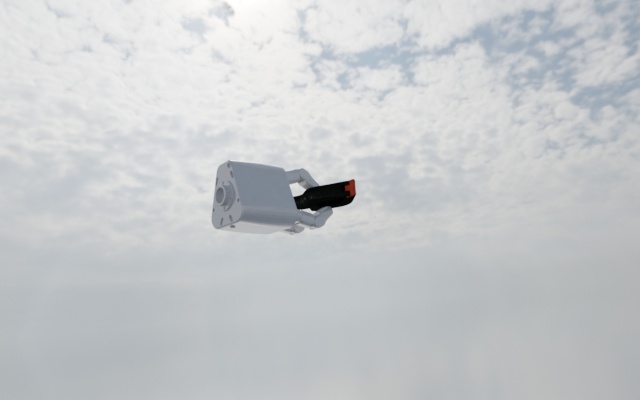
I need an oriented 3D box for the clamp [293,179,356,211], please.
[{"bbox_3d":[0.000,0.002,0.878,0.164,0.036,0.210,7,-18,-43],"label":"clamp"}]
